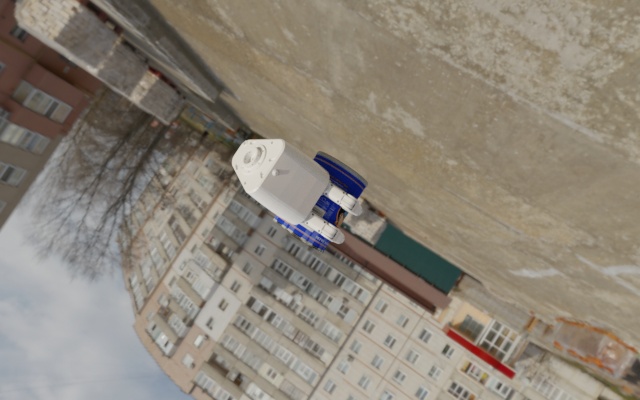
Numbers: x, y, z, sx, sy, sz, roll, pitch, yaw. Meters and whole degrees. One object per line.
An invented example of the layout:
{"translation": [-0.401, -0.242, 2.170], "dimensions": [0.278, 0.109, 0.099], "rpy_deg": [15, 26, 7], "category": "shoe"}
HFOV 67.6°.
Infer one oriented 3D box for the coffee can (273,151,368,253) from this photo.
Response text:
{"translation": [0.000, 0.003, 0.809], "dimensions": [0.103, 0.140, 0.103], "rpy_deg": [33, -3, 2], "category": "coffee can"}
